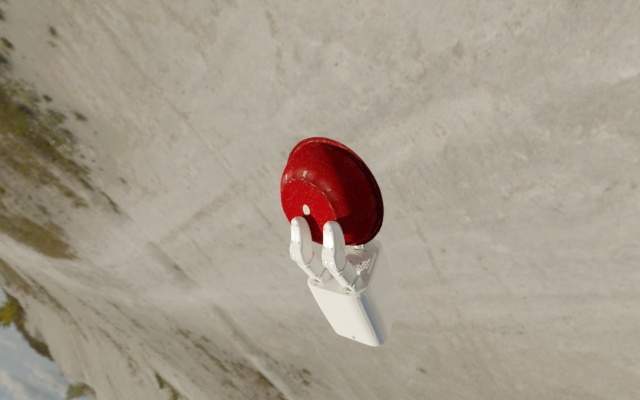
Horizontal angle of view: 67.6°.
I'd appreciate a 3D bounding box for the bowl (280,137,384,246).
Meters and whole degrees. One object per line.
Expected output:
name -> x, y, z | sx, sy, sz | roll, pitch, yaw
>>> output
bowl -> -0.001, 0.001, 0.618 | 0.162, 0.162, 0.055 | 0, 26, 44
